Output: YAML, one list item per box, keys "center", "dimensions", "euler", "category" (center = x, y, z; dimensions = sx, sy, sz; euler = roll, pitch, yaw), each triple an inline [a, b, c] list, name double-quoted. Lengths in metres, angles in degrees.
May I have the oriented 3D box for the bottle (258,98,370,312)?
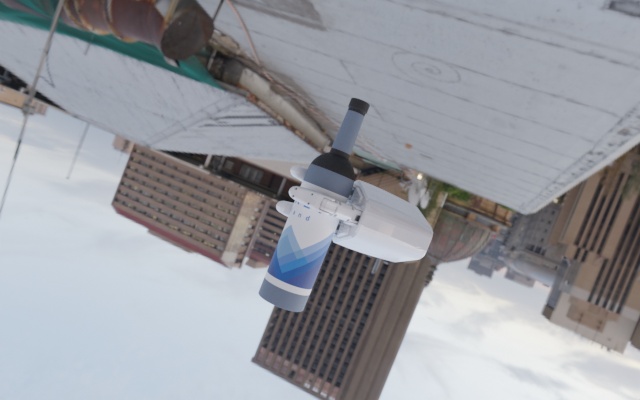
- center: [0.000, 0.002, 0.652]
  dimensions: [0.069, 0.296, 0.069]
  euler: [22, 1, -1]
  category: "bottle"
